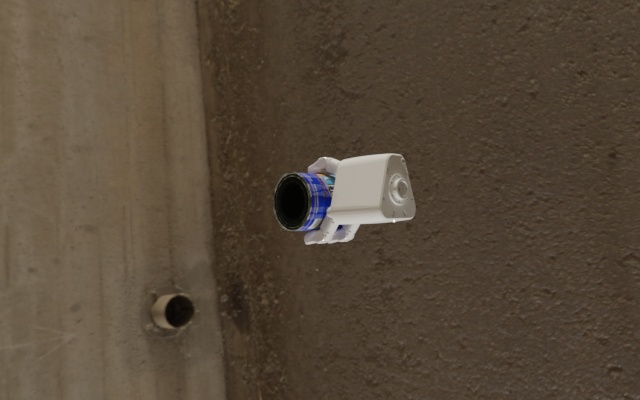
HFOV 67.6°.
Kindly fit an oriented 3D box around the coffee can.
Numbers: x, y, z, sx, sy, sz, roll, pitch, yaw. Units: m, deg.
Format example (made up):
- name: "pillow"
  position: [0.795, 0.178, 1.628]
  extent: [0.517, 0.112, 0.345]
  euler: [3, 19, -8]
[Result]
- name: "coffee can"
  position: [0.000, 0.003, 0.863]
  extent: [0.140, 0.103, 0.103]
  euler: [0, 0, -43]
